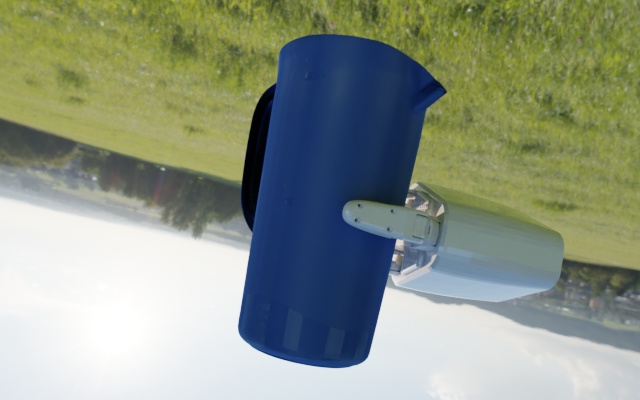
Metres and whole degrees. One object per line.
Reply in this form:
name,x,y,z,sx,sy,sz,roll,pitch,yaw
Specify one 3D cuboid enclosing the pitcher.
pitcher,0.000,0.001,0.401,0.145,0.243,0.149,12,-6,-8
